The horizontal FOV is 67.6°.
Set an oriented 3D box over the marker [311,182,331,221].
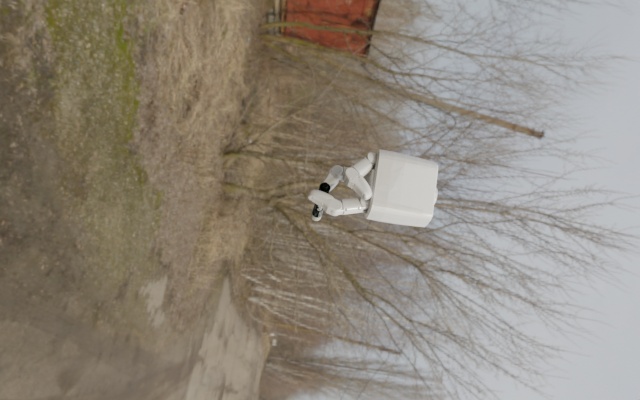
[{"bbox_3d":[0.000,0.003,0.835,0.020,0.020,0.121,0,-27,-9],"label":"marker"}]
